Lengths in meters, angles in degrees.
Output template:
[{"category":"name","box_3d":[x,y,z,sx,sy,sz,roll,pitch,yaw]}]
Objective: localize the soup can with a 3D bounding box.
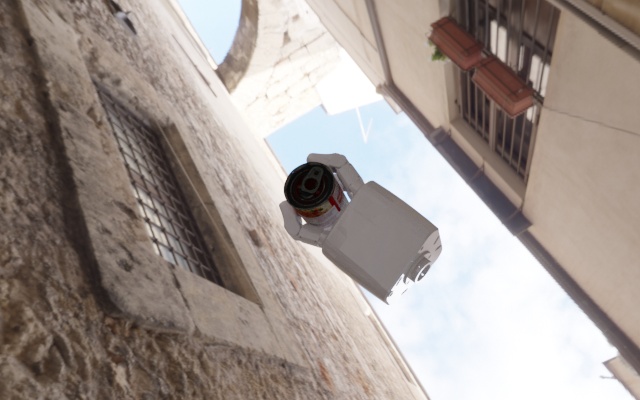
[{"category":"soup can","box_3d":[0.000,0.002,0.642,0.068,0.068,0.102,0,-25,19]}]
